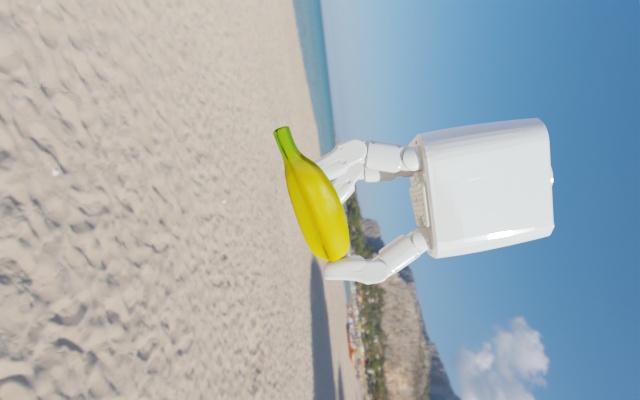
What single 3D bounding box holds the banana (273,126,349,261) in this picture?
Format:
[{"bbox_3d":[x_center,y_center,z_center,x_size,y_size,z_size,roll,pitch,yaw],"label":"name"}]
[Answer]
[{"bbox_3d":[0.003,0.016,0.407,0.037,0.069,0.198,-13,-28,2],"label":"banana"}]
